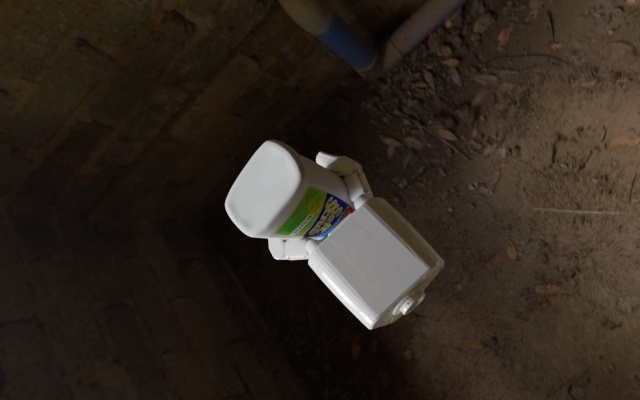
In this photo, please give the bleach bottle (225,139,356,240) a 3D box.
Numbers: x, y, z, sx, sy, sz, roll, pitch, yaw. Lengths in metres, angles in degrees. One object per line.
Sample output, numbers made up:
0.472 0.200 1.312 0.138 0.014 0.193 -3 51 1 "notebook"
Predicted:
0.000 0.002 0.585 0.068 0.102 0.251 46 16 26 "bleach bottle"
